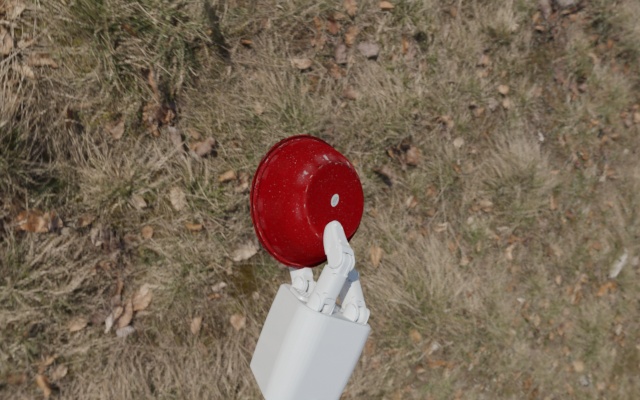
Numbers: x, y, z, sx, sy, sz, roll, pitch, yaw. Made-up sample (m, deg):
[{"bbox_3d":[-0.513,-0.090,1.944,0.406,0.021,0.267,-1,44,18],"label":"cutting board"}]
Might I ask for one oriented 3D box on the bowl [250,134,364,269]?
[{"bbox_3d":[0.000,0.000,0.556,0.162,0.162,0.055,0,0,-41],"label":"bowl"}]
